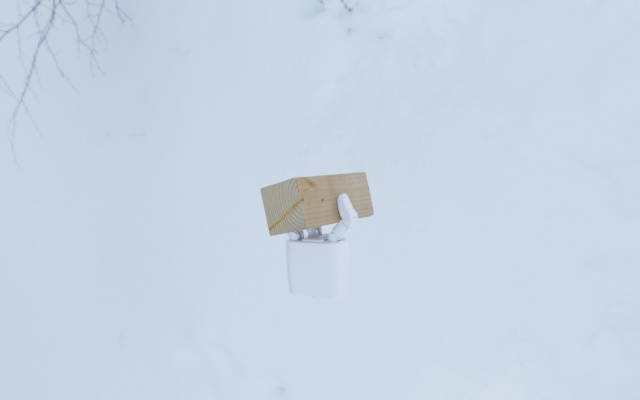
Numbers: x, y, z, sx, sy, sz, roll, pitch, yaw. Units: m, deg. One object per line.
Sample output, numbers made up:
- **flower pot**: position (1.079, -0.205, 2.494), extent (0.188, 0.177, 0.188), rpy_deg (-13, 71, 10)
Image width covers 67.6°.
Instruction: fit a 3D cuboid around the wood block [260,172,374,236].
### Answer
- **wood block**: position (0.000, 0.003, 0.893), extent (0.091, 0.090, 0.206), rpy_deg (-14, -3, 40)
